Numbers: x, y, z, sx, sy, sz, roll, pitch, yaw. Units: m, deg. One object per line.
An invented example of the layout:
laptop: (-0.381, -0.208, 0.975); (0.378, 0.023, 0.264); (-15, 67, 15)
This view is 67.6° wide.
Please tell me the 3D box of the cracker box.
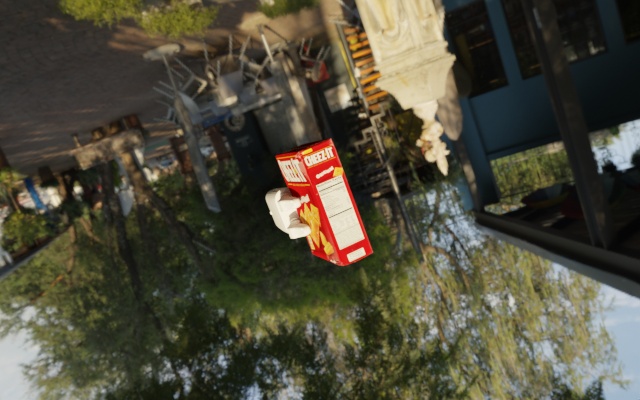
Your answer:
cracker box: (0.000, 0.003, 0.875); (0.072, 0.214, 0.164); (-24, 10, -17)
